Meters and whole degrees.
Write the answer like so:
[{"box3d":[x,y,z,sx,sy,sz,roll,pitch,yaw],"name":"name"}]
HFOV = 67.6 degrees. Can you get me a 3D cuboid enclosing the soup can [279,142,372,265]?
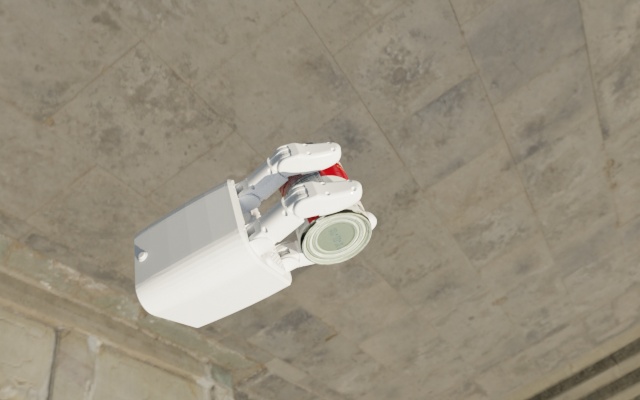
[{"box3d":[0.001,0.002,0.452,0.068,0.068,0.102,0,41,-22],"name":"soup can"}]
